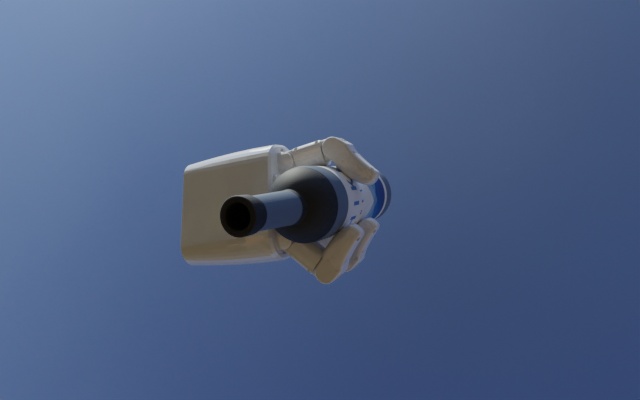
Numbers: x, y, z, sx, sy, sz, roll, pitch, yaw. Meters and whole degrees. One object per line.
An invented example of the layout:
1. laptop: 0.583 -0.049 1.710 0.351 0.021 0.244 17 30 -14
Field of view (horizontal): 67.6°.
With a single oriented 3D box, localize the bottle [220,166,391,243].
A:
1. bottle: 0.000 0.001 0.443 0.069 0.069 0.295 0 4 21
